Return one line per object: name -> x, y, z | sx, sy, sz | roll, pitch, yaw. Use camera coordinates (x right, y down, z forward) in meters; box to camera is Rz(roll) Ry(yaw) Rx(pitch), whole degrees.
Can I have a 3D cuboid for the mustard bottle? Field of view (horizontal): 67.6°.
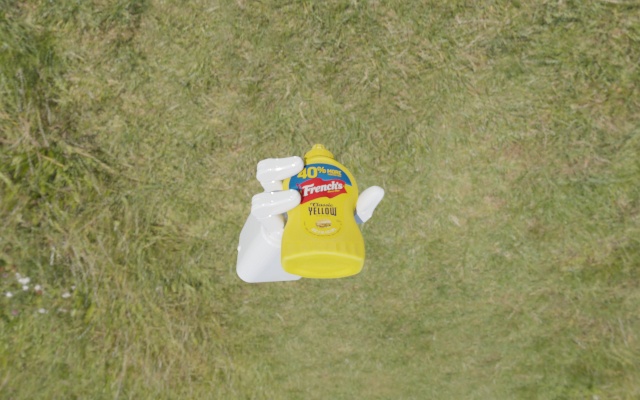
mustard bottle -> 0.000, 0.002, 0.596 | 0.096, 0.191, 0.058 | 0, -40, -3
